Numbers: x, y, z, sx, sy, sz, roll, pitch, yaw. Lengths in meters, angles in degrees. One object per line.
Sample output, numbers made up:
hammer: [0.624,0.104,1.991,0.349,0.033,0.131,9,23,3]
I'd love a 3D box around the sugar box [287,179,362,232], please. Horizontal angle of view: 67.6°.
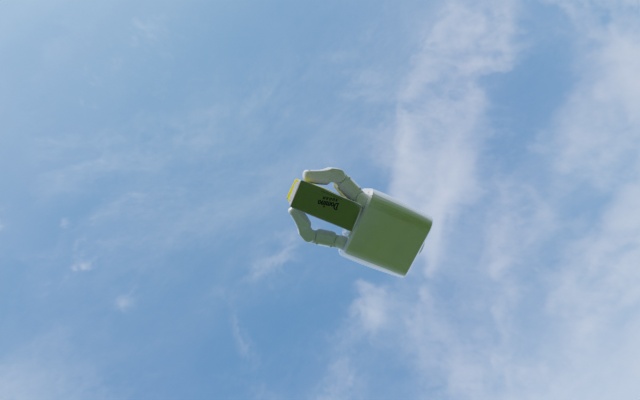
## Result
sugar box: [0.000,0.002,0.717,0.093,0.048,0.176,22,-2,-7]
